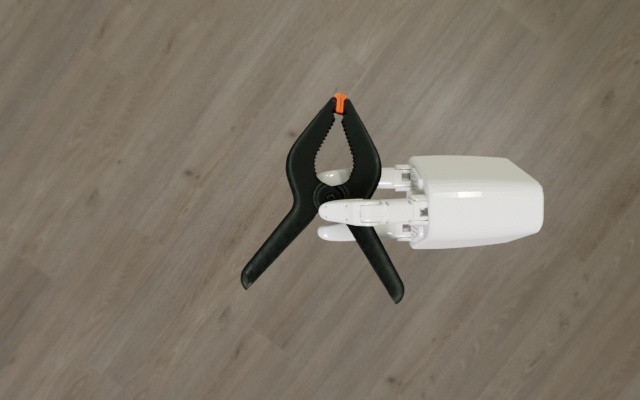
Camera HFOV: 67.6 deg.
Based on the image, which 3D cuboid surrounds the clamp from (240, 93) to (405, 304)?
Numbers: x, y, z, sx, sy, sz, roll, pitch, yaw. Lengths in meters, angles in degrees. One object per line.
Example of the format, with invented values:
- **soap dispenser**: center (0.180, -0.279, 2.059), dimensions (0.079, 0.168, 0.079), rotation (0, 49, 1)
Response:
- **clamp**: center (0.000, 0.001, 0.474), dimensions (0.164, 0.210, 0.036), rotation (-1, 4, -1)
